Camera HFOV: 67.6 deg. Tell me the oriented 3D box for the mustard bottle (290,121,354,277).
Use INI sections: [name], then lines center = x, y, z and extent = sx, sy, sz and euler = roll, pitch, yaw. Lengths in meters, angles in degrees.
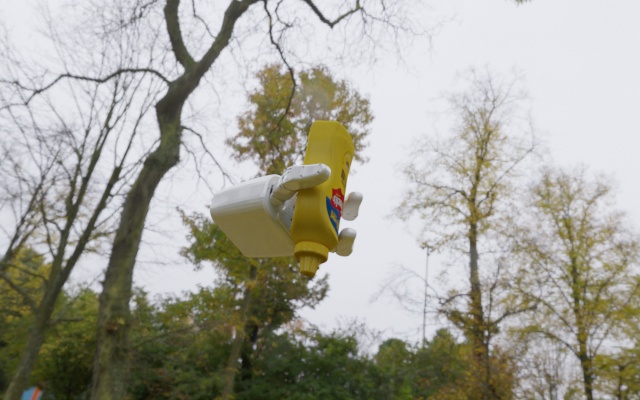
[mustard bottle]
center = 0.000, 0.002, 0.594
extent = 0.058, 0.191, 0.096
euler = 4, -28, 14
